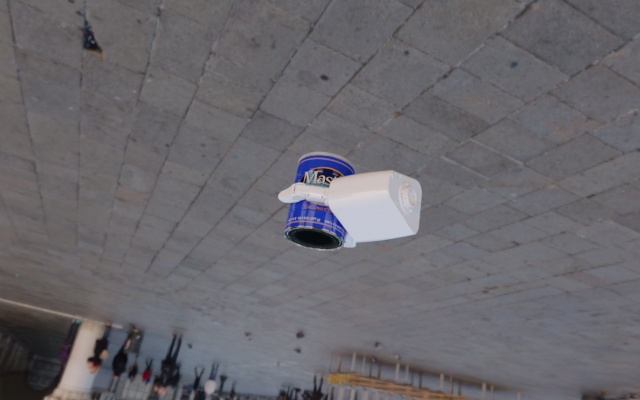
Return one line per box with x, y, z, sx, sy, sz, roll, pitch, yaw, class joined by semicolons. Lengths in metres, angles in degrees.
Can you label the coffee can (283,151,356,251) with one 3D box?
0.000;0.003;0.813;0.103;0.140;0.103;9;-24;4;coffee can
